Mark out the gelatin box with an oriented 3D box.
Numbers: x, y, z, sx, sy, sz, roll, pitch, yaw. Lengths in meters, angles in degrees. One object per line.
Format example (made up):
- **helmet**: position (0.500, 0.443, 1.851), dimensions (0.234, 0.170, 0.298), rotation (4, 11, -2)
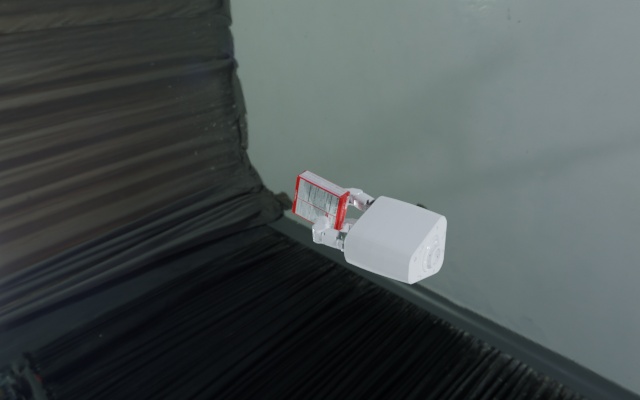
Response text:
- **gelatin box**: position (0.000, 0.003, 0.769), dimensions (0.089, 0.073, 0.030), rotation (26, 37, 24)
